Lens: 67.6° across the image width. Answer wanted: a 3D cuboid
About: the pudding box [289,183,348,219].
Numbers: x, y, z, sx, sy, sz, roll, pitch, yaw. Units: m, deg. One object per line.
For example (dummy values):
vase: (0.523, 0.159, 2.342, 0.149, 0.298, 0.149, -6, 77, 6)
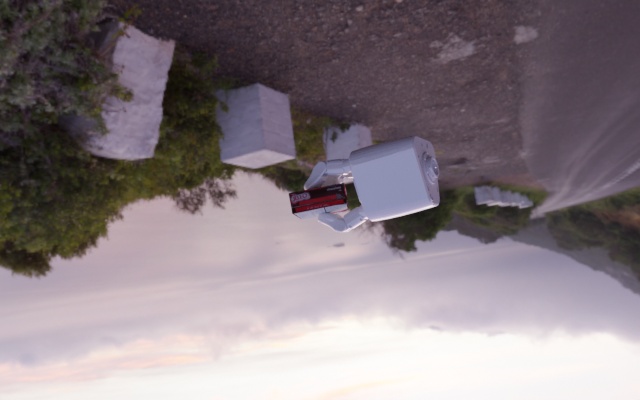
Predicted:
pudding box: (0.000, 0.003, 0.794, 0.090, 0.039, 0.113, -10, -9, 3)
